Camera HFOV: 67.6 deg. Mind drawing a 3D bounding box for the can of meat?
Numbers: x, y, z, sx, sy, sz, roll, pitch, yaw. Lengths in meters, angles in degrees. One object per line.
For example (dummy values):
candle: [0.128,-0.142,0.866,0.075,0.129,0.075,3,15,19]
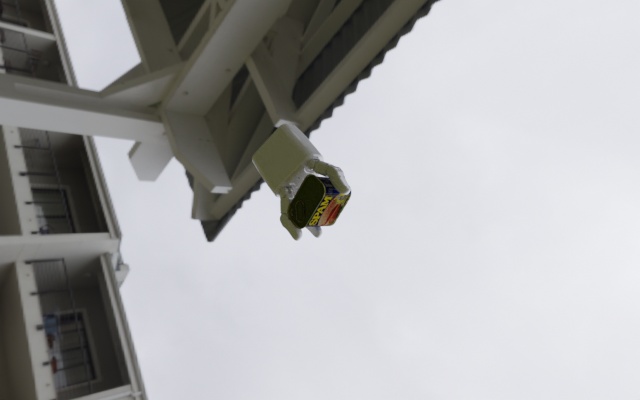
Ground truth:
can of meat: [0.000,0.003,0.889,0.084,0.102,0.057,1,38,-48]
